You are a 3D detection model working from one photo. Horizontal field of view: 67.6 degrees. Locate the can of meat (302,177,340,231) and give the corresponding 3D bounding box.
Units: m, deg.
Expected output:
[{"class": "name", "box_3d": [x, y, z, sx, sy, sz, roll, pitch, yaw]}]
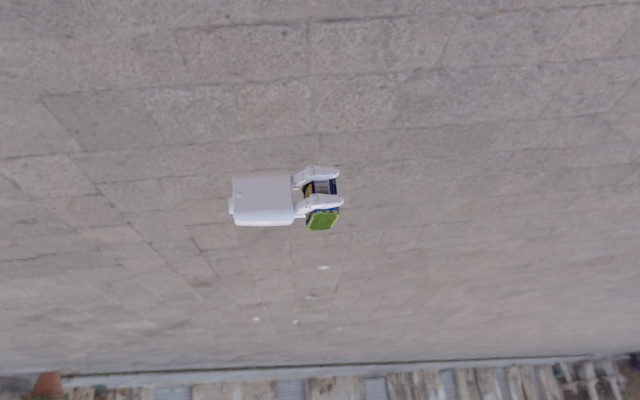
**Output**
[{"class": "can of meat", "box_3d": [0.000, 0.003, 0.898, 0.057, 0.084, 0.102, -1, -23, -12]}]
